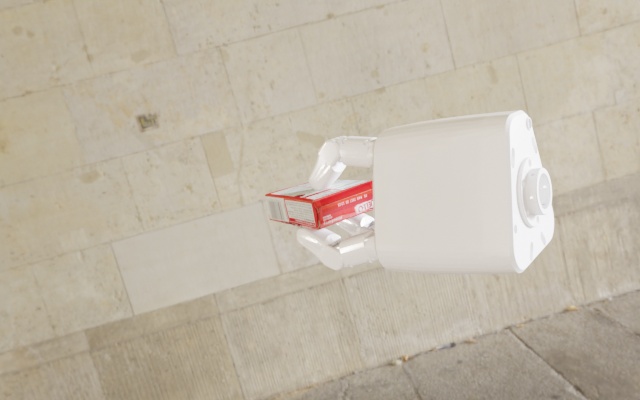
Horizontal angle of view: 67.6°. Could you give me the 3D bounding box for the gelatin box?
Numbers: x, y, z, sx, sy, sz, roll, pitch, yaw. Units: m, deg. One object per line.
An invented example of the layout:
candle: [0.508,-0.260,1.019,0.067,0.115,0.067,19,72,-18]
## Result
gelatin box: [0.000,0.001,0.465,0.073,0.030,0.089,-18,15,-34]
